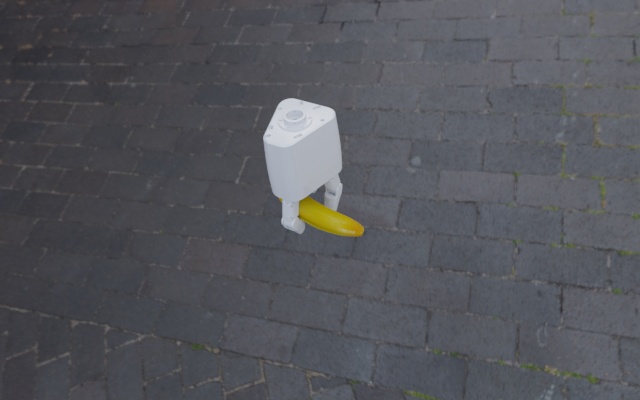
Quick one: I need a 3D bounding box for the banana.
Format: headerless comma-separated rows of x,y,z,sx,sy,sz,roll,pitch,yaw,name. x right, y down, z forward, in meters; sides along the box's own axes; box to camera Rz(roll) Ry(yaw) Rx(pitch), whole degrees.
-0.017,0.006,0.771,0.069,0.037,0.197,-21,42,-33,banana
